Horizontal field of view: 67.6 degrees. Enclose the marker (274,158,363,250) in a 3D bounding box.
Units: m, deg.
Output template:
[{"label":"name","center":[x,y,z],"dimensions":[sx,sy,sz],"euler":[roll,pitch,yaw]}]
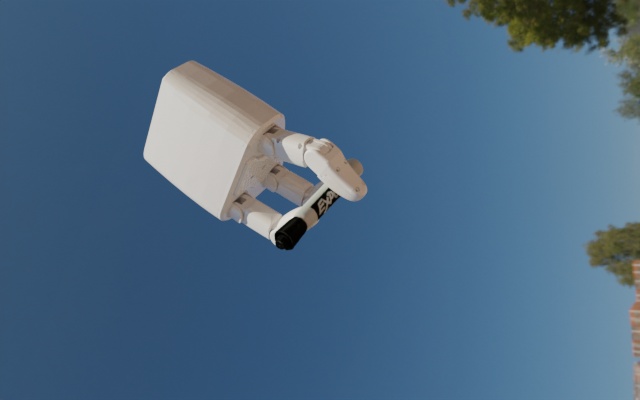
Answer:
[{"label":"marker","center":[0.000,0.001,0.402],"dimensions":[0.020,0.020,0.121],"euler":[0,33,39]}]
